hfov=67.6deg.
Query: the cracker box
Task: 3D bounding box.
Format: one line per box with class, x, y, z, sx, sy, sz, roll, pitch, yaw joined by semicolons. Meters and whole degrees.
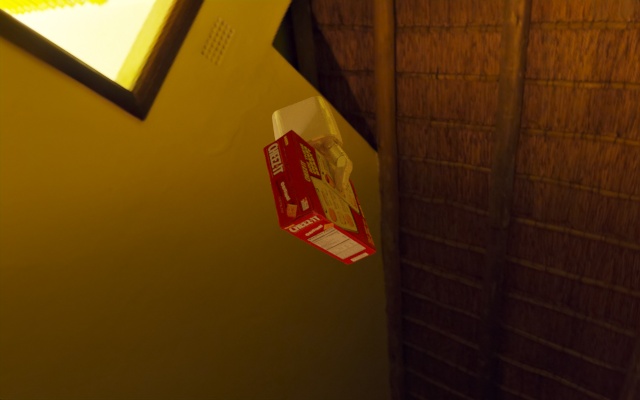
cracker box;0.000;0.003;0.821;0.072;0.164;0.214;-30;-35;20
